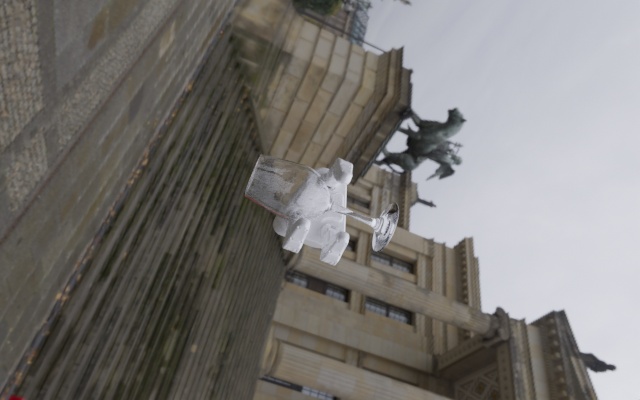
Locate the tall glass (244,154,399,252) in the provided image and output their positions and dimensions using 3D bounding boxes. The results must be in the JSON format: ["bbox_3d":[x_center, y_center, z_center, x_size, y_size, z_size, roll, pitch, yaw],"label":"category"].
[{"bbox_3d":[0.001,0.002,0.649,0.201,0.079,0.079,22,-4,-11],"label":"tall glass"}]
